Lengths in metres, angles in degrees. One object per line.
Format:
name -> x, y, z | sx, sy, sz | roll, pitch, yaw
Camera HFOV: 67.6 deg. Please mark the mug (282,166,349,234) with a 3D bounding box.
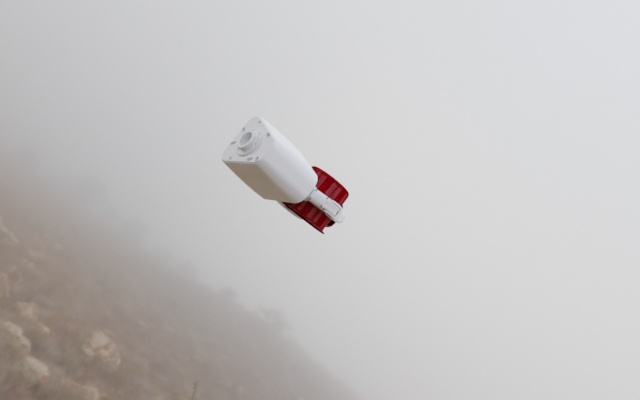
mug -> 0.001, 0.003, 0.807 | 0.093, 0.081, 0.117 | 33, -7, 47
